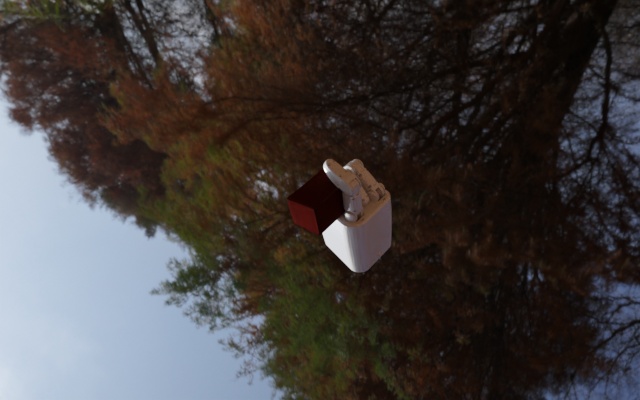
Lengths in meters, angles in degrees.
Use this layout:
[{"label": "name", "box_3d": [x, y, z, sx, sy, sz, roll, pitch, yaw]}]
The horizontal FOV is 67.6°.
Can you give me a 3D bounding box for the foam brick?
[{"label": "foam brick", "box_3d": [0.000, 0.002, 0.686, 0.053, 0.051, 0.078, 24, 50, 35]}]
